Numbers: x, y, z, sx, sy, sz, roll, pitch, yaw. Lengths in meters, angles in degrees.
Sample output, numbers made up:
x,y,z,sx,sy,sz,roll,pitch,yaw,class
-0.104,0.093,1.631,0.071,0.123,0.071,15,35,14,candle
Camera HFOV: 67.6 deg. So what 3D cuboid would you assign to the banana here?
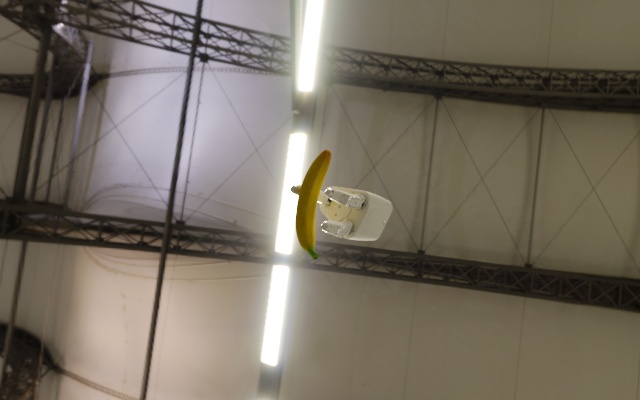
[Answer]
x,y,z,sx,sy,sz,roll,pitch,yaw,class
-0.014,0.006,0.869,0.069,0.197,0.037,-1,-9,40,banana
